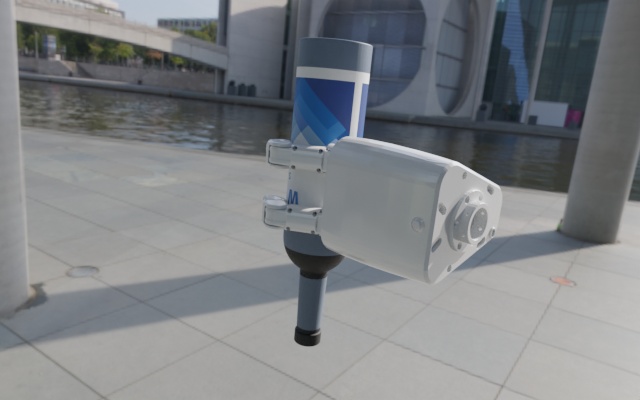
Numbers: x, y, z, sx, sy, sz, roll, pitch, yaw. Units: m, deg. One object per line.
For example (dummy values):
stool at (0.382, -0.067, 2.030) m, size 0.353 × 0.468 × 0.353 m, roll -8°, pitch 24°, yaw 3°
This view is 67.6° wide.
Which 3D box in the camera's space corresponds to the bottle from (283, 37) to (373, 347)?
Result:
bottle at (0.000, 0.001, 0.461) m, size 0.069 × 0.296 × 0.069 m, roll 5°, pitch 13°, yaw -1°
